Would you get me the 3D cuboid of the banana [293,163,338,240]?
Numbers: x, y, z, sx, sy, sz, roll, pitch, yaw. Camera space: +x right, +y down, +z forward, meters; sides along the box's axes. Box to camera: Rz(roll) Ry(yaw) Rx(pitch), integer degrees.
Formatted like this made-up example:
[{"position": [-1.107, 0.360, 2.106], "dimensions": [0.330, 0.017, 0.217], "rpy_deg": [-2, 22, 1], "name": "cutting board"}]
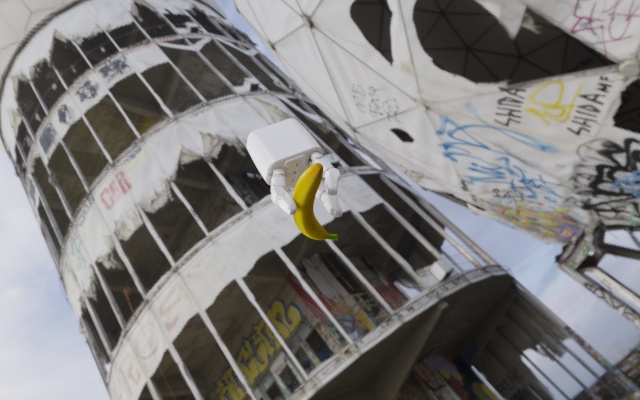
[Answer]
[{"position": [-0.017, 0.012, 0.828], "dimensions": [0.069, 0.037, 0.198], "rpy_deg": [-21, -40, -7], "name": "banana"}]
